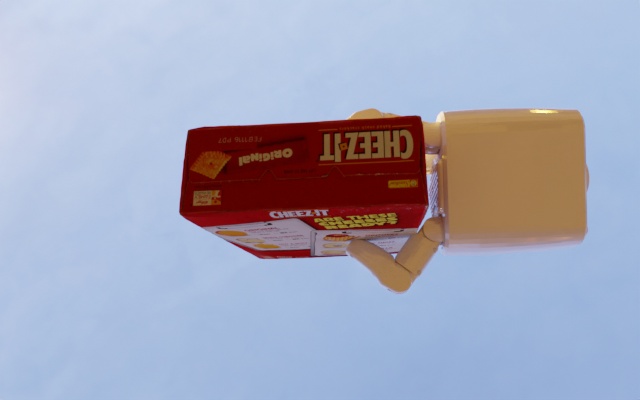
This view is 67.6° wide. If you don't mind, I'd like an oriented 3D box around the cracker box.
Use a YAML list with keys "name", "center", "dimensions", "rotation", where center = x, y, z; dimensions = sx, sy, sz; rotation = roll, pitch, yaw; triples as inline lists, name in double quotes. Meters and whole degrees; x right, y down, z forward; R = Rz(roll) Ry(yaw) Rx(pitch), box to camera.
- name: "cracker box"
  center: [0.000, 0.002, 0.412]
  dimensions: [0.164, 0.072, 0.214]
  rotation: [-3, -15, 7]
